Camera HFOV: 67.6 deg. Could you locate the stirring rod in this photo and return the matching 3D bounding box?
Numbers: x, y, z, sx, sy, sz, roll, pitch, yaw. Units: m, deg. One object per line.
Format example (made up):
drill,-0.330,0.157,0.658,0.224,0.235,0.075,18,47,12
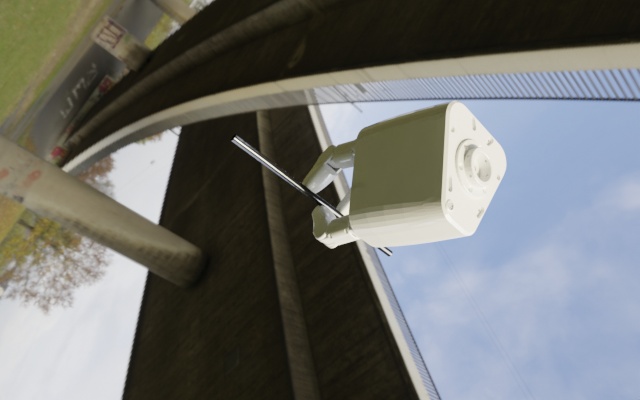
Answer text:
stirring rod,0.000,0.002,0.521,0.240,0.011,0.011,37,-20,-29
